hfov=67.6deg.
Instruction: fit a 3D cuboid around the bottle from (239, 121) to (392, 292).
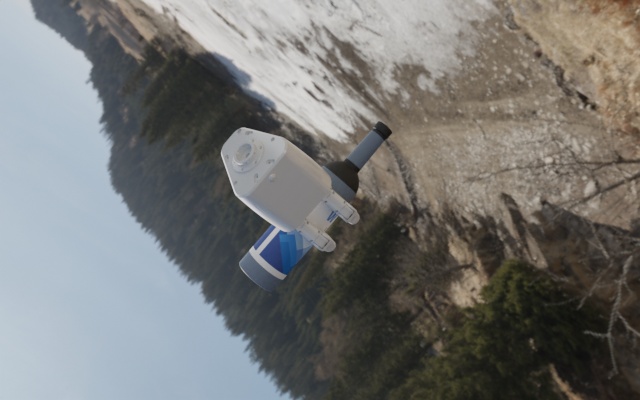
[{"bbox_3d":[0.000,0.003,0.709,0.069,0.296,0.069,41,1,-1],"label":"bottle"}]
